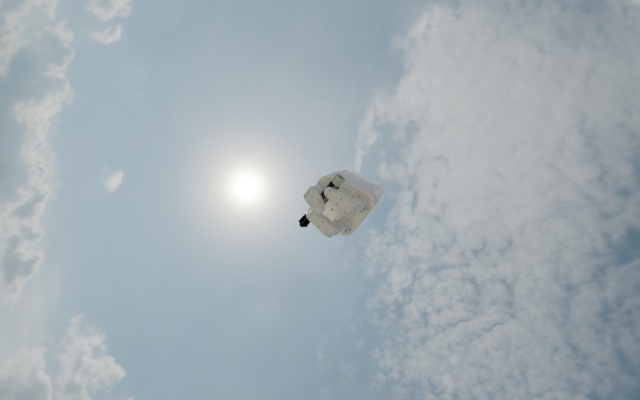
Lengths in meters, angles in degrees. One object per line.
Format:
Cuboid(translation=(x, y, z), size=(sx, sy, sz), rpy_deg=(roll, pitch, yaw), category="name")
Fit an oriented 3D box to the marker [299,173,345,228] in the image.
Cuboid(translation=(0.000, 0.003, 0.834), size=(0.020, 0.121, 0.020), rpy_deg=(31, 25, -17), category="marker")
